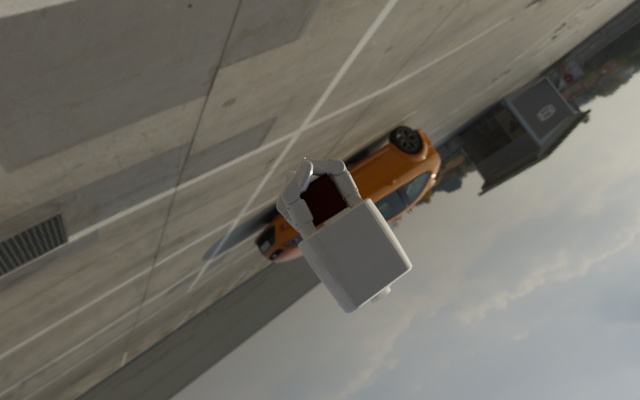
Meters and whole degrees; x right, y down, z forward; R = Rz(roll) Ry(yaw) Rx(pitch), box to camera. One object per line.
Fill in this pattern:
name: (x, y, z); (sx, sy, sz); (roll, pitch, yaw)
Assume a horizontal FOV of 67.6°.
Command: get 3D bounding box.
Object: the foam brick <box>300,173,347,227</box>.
foam brick: (0.000, 0.002, 0.646); (0.053, 0.051, 0.078); (-32, -4, -1)
